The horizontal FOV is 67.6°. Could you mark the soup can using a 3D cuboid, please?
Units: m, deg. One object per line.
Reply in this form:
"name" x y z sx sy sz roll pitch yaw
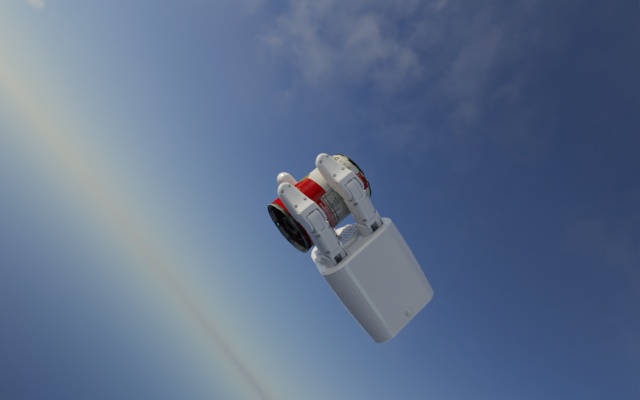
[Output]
"soup can" 0.000 0.001 0.546 0.102 0.068 0.068 -39 15 -19
